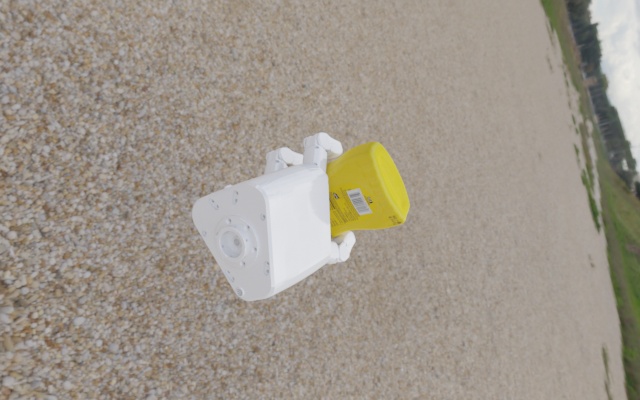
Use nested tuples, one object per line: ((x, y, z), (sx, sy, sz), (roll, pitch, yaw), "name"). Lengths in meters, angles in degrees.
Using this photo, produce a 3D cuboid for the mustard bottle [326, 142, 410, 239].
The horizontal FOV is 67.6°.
((0.000, 0.002, 0.564), (0.191, 0.096, 0.058), (-16, 28, 31), "mustard bottle")
